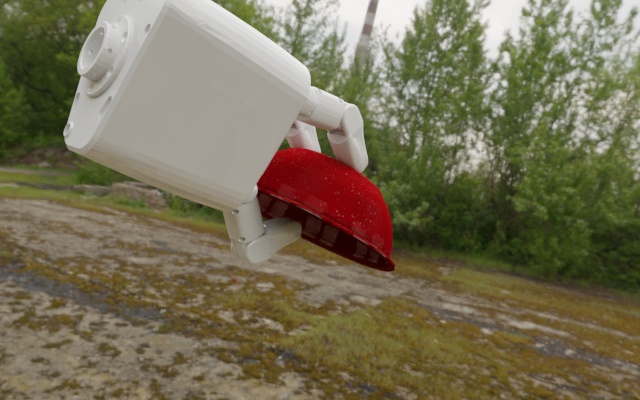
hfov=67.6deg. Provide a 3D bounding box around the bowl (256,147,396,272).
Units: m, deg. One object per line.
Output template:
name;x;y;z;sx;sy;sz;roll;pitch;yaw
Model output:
bowl;0.001;0.001;0.410;0.162;0.055;0.162;26;-12;6
